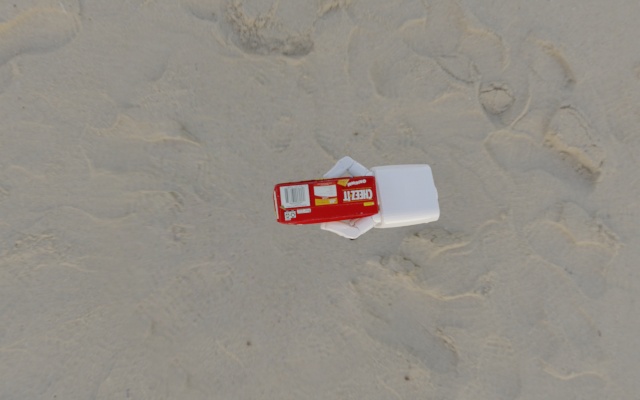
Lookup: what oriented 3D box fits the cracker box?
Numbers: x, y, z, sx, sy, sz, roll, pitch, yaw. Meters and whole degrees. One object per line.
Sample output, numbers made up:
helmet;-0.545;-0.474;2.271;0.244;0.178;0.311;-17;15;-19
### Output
cracker box;0.000;0.003;0.859;0.164;0.072;0.214;-6;-2;-6
